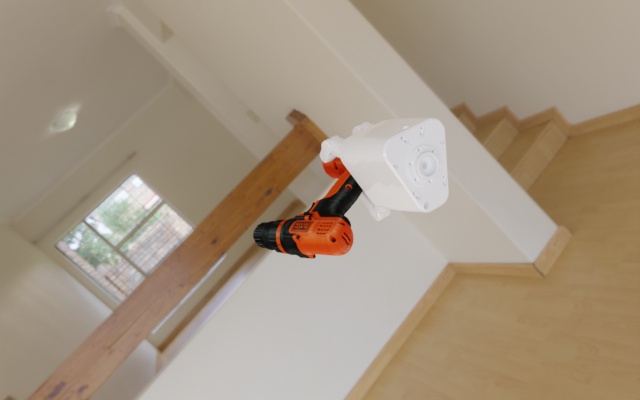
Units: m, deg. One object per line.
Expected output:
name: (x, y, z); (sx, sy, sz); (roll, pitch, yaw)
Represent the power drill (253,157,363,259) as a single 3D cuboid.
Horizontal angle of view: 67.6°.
power drill: (0.000, 0.002, 0.709); (0.184, 0.187, 0.057); (0, -41, 43)
